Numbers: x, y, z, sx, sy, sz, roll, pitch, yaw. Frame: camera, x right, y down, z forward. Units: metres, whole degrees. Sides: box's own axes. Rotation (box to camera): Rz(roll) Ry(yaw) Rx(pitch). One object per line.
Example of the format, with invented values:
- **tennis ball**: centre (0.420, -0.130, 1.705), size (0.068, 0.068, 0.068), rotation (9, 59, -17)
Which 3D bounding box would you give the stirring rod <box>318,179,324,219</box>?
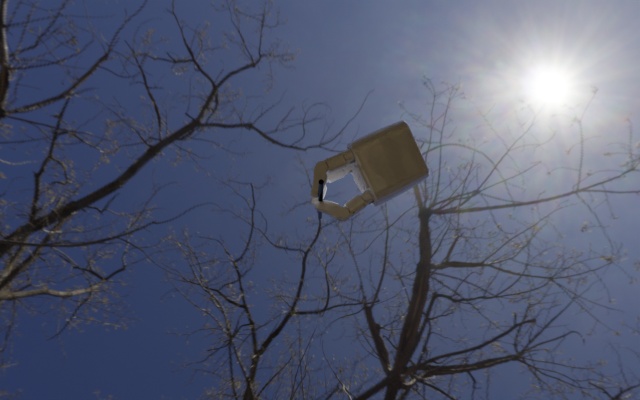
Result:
- **stirring rod**: centre (0.000, 0.003, 0.812), size (0.011, 0.011, 0.239), rotation (0, -14, 0)
